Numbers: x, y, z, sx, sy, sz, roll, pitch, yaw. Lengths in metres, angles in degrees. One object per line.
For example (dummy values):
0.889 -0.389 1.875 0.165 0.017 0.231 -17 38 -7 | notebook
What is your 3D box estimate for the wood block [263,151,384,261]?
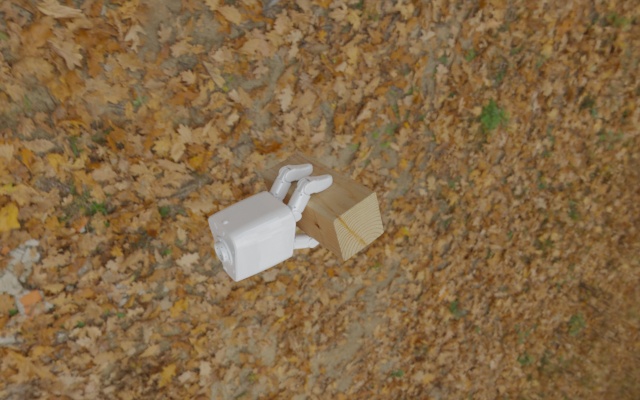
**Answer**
0.000 0.003 0.817 0.090 0.091 0.206 -34 41 -22 | wood block
